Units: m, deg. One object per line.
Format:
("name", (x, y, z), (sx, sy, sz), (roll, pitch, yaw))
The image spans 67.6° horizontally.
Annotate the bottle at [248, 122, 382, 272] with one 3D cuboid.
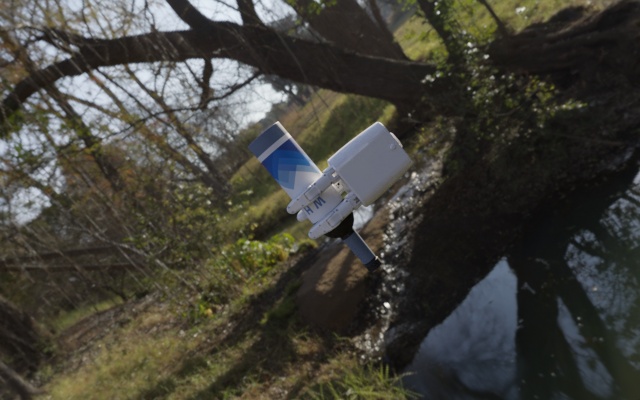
("bottle", (0.000, 0.002, 0.803), (0.069, 0.296, 0.069), (-40, 6, 5))
